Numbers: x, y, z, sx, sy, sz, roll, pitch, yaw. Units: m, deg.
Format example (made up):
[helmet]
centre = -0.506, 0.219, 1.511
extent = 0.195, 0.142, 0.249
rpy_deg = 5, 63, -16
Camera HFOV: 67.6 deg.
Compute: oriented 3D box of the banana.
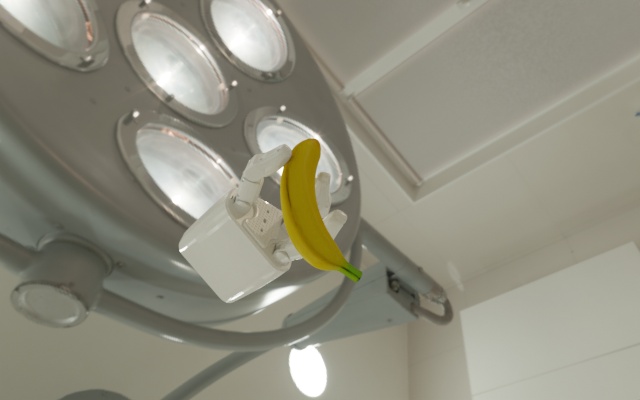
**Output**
[banana]
centre = -0.013, -0.001, 0.510
extent = 0.070, 0.197, 0.037
rpy_deg = 22, -49, -39
